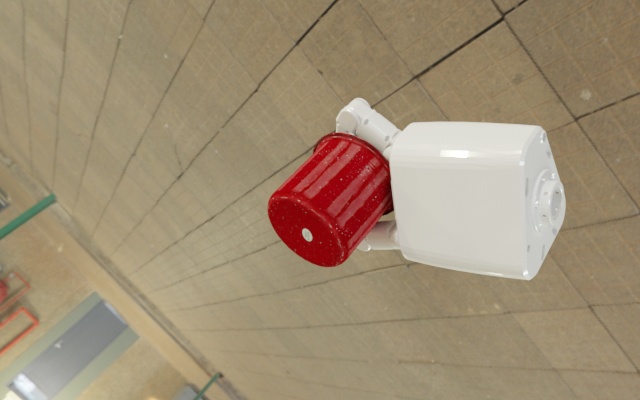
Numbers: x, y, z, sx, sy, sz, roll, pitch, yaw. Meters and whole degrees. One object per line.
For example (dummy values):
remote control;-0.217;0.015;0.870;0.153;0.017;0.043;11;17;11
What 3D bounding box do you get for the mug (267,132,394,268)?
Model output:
mug;-0.001;0.001;0.419;0.117;0.093;0.081;7;43;42
